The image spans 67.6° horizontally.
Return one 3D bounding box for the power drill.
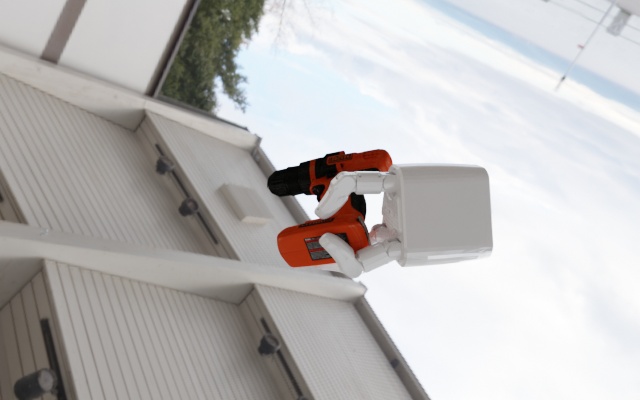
[{"bbox_3d":[0.000,0.002,0.619,0.184,0.057,0.187,-11,34,18],"label":"power drill"}]
